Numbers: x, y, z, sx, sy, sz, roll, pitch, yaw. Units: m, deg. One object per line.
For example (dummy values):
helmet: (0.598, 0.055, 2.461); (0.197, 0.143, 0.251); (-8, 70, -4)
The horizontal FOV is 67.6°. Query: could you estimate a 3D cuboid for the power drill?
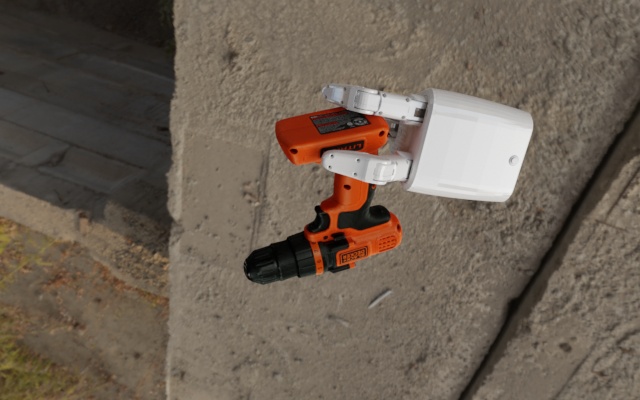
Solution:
power drill: (0.000, 0.001, 0.496); (0.184, 0.188, 0.057); (-16, 43, -14)
